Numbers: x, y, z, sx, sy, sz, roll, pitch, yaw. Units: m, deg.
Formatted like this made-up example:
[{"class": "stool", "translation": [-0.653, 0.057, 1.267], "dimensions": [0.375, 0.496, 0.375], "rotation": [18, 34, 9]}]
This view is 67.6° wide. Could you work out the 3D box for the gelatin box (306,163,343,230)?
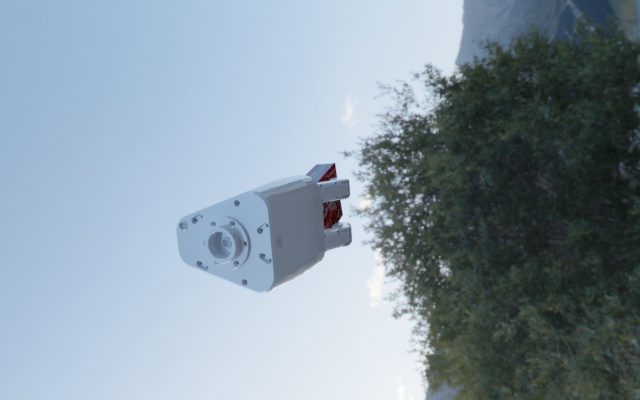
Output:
[{"class": "gelatin box", "translation": [0.000, 0.002, 0.582], "dimensions": [0.030, 0.073, 0.089], "rotation": [-3, 20, 19]}]
